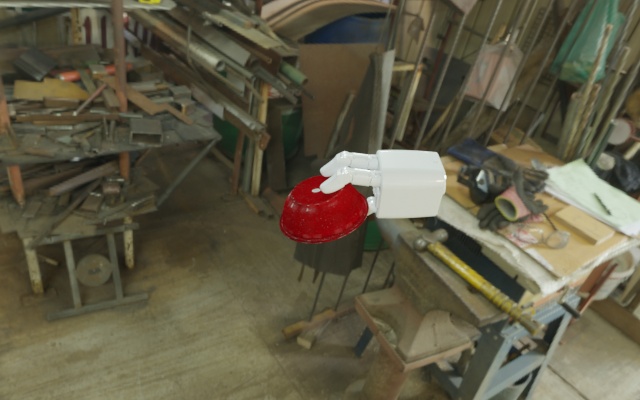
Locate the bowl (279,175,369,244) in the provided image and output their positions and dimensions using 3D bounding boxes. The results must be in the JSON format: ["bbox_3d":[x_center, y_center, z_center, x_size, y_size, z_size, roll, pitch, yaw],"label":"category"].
[{"bbox_3d":[-0.001,0.003,0.826,0.162,0.055,0.162,-11,33,7],"label":"bowl"}]
